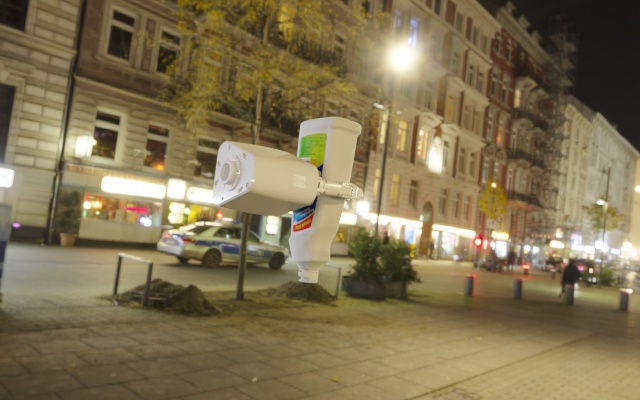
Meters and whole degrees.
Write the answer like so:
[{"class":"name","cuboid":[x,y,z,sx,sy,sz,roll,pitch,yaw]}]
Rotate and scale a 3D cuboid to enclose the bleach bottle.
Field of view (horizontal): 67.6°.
[{"class":"bleach bottle","cuboid":[0.000,0.002,0.744,0.068,0.251,0.102,9,-4,-40]}]
